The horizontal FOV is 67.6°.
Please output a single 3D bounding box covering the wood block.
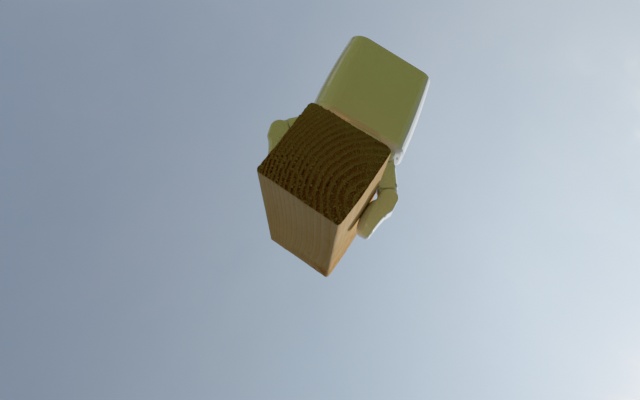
[{"bbox_3d":[0.001,0.002,0.514,0.091,0.090,0.206,33,-19,10],"label":"wood block"}]
